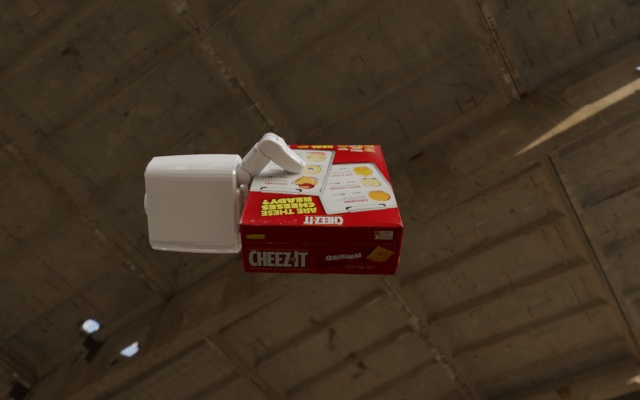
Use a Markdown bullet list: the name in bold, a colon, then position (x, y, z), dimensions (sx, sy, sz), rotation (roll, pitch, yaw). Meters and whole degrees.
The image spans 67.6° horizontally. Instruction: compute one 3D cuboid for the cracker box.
- **cracker box**: position (0.000, 0.002, 0.575), dimensions (0.164, 0.072, 0.213), rotation (0, 29, 0)
